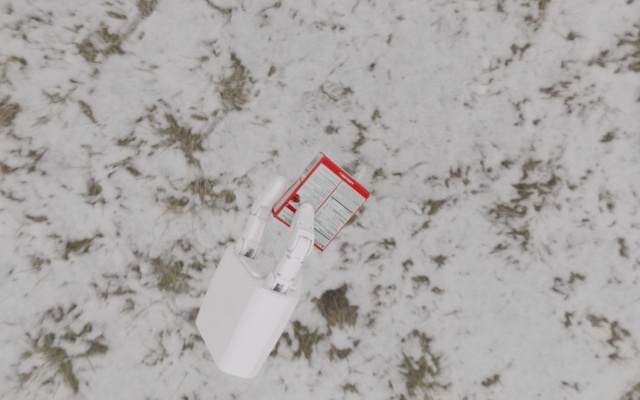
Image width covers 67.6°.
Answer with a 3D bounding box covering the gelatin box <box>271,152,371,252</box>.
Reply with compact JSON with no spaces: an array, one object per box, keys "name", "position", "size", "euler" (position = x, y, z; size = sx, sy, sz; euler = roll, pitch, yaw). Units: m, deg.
[{"name":"gelatin box","position":[0.000,0.002,0.541],"size":[0.073,0.089,0.030],"euler":[38,7,-19]}]
